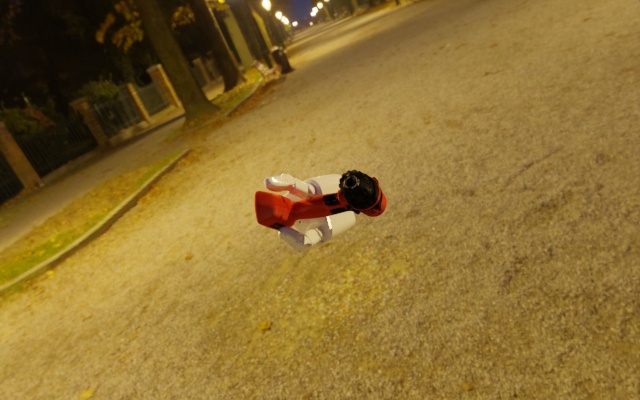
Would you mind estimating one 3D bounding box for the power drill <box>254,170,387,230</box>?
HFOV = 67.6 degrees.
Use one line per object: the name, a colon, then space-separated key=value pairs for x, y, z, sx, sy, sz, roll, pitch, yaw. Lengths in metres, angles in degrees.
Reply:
power drill: x=0.000 y=0.002 z=0.720 sx=0.187 sy=0.057 sz=0.184 roll=-8 pitch=-13 yaw=15
